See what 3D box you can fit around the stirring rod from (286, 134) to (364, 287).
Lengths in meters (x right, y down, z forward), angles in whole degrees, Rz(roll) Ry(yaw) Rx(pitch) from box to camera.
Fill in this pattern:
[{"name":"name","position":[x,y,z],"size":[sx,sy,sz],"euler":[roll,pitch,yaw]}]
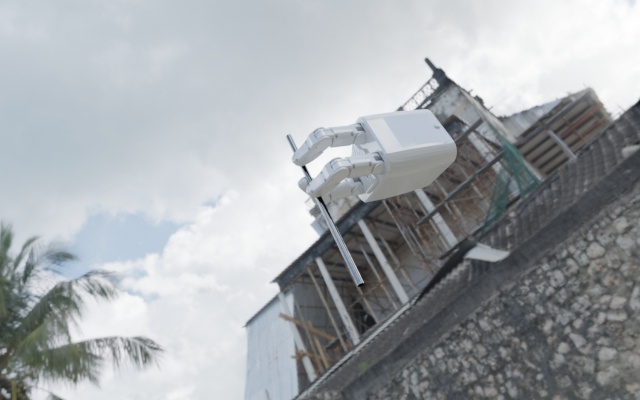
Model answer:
[{"name":"stirring rod","position":[0.000,0.002,0.584],"size":[0.011,0.239,0.011],"euler":[-17,-35,-13]}]
